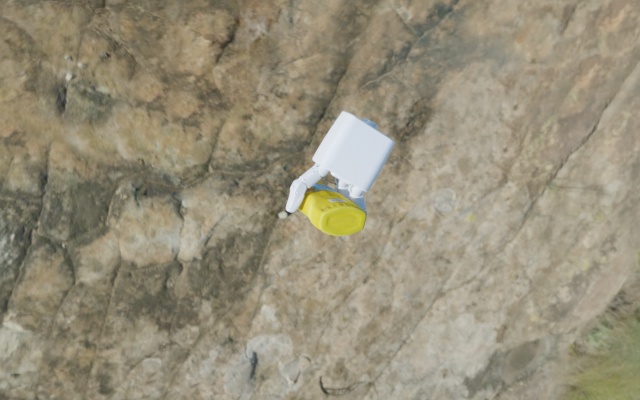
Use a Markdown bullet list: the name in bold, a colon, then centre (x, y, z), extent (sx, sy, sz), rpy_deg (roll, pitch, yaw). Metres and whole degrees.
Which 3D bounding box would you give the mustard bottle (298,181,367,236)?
- **mustard bottle**: centre (0.000, 0.003, 0.897), extent (0.096, 0.058, 0.191), rpy_deg (-1, 21, -27)
